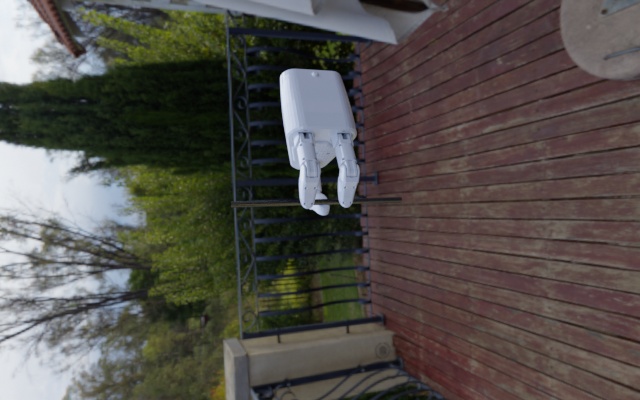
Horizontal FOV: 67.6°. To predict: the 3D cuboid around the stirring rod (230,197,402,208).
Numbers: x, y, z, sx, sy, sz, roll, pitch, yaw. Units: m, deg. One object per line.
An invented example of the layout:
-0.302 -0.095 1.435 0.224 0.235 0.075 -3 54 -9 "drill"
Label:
0.000 0.002 0.644 0.239 0.011 0.011 -2 0 -18 "stirring rod"
